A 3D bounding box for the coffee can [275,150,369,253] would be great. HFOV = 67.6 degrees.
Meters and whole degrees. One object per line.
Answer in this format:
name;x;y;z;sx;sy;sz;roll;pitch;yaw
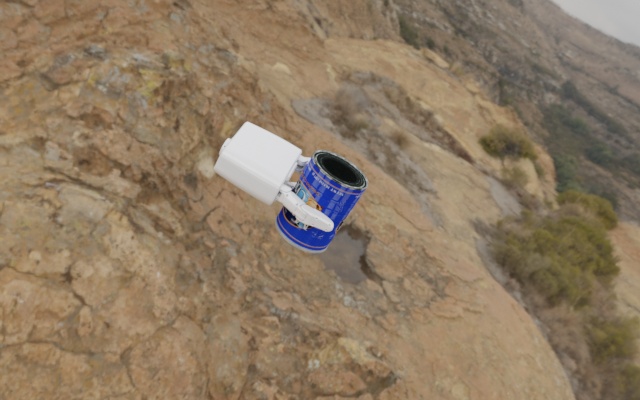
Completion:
coffee can;0.000;0.003;0.792;0.103;0.140;0.102;25;27;-14
